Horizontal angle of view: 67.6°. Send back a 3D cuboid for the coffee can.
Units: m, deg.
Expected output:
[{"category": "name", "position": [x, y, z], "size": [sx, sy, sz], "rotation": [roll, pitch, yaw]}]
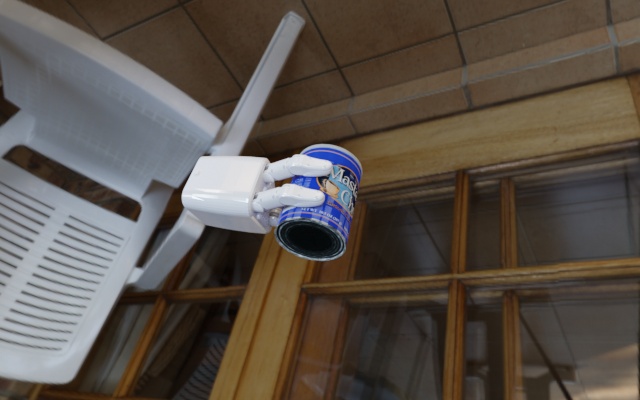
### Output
[{"category": "coffee can", "position": [0.000, 0.002, 0.701], "size": [0.103, 0.140, 0.103], "rotation": [10, -37, 7]}]
